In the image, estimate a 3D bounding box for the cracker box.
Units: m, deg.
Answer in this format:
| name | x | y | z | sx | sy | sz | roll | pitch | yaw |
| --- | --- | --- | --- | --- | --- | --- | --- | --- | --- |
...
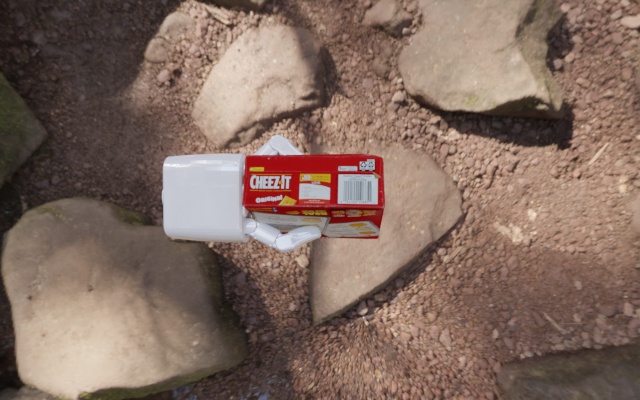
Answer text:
| name | x | y | z | sx | sy | sz | roll | pitch | yaw |
| --- | --- | --- | --- | --- | --- | --- | --- | --- | --- |
| cracker box | 0.000 | 0.002 | 0.643 | 0.164 | 0.072 | 0.214 | 0 | -14 | 5 |
